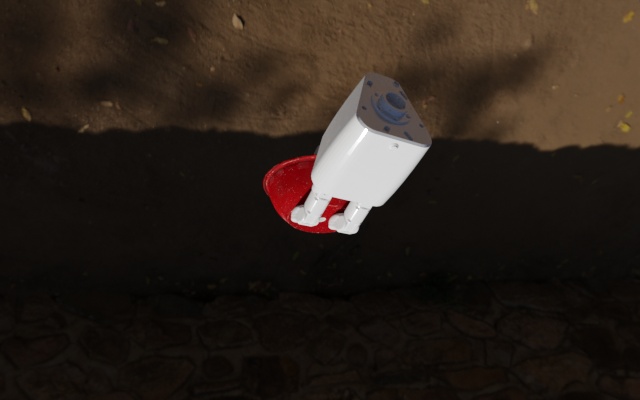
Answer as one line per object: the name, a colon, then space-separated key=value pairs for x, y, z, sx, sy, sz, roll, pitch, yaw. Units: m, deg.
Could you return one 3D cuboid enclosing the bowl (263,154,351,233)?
bowl: x=0.000 y=0.003 z=0.663 sx=0.162 sy=0.055 sz=0.162 roll=0 pitch=-28 yaw=0
